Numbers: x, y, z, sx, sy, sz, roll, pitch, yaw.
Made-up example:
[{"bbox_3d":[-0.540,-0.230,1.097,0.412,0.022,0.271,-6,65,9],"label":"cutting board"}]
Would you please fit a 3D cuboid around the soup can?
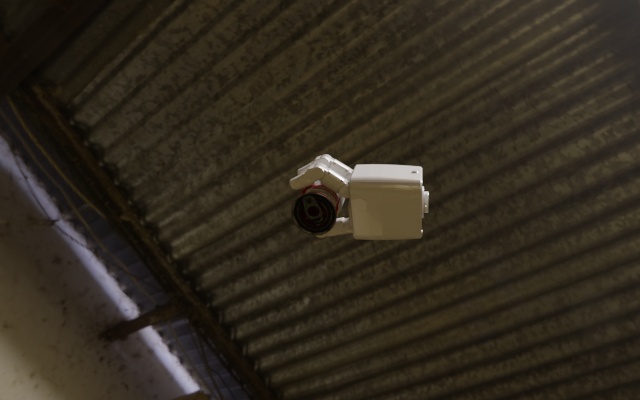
[{"bbox_3d":[0.000,0.002,0.743,0.068,0.068,0.102,0,21,12],"label":"soup can"}]
